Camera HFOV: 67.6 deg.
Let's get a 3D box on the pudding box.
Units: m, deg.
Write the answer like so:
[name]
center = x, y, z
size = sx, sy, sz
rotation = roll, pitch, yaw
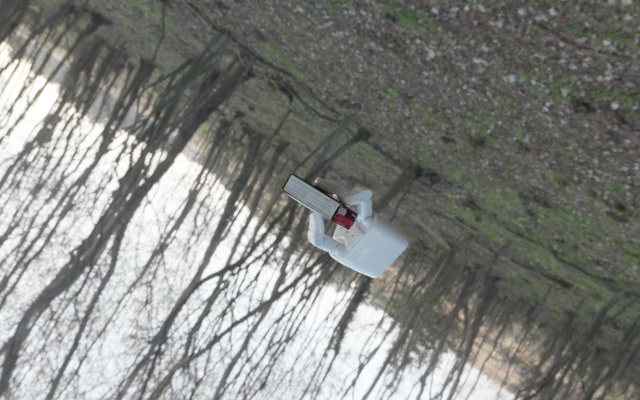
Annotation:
[pudding box]
center = 0.000, 0.003, 0.817
size = 0.113, 0.039, 0.090
rotation = 30, -2, 26
